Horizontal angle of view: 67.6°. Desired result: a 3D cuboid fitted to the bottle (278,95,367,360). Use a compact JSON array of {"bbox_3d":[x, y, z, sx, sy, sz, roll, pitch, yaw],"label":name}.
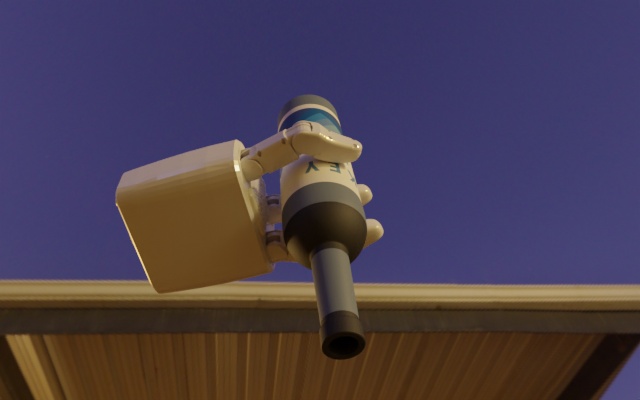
[{"bbox_3d":[0.000,0.001,0.404,0.069,0.069,0.295,0,36,-7],"label":"bottle"}]
